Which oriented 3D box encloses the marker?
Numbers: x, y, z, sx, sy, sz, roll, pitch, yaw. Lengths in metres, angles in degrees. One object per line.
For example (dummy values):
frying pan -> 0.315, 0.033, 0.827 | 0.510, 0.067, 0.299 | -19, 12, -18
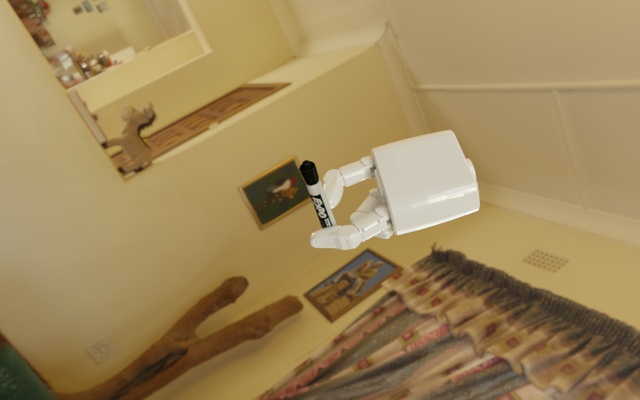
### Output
marker -> 0.000, 0.002, 0.565 | 0.020, 0.121, 0.020 | -12, 40, 10
